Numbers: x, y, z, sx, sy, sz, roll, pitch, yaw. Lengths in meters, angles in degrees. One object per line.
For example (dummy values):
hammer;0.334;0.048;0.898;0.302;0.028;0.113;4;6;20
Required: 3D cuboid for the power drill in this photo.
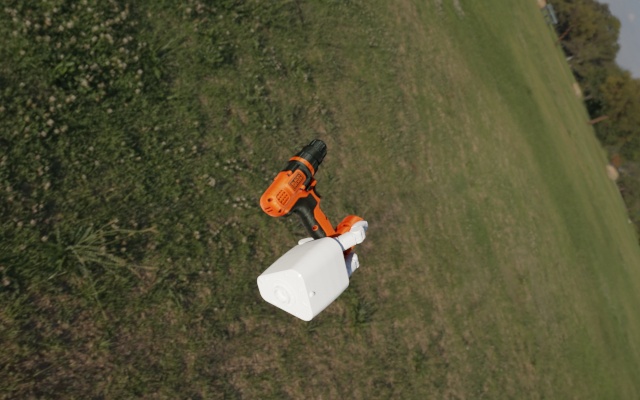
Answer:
power drill;0.000;0.003;0.861;0.057;0.188;0.184;-21;26;52
